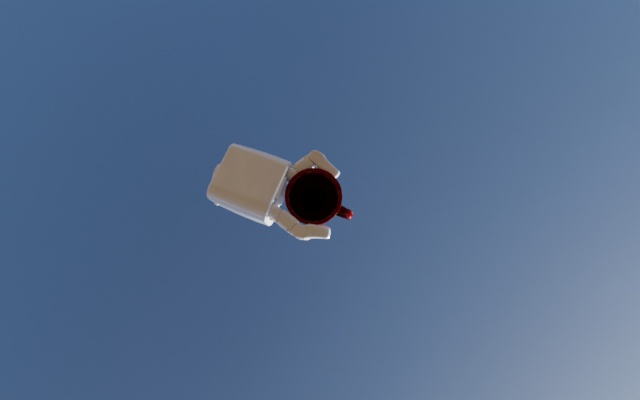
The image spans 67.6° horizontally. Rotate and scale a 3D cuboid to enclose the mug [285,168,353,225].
[{"bbox_3d":[0.001,0.003,0.804,0.117,0.093,0.081,22,-6,3],"label":"mug"}]
